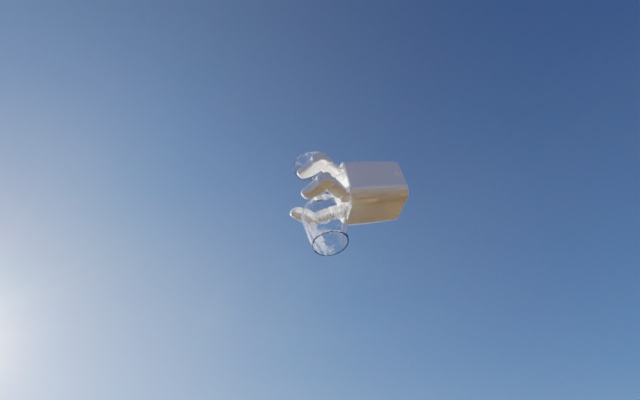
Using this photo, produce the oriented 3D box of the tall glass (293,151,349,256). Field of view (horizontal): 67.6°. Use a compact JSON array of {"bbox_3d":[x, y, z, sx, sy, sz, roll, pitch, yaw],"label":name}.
[{"bbox_3d":[0.000,0.002,0.852,0.079,0.079,0.200,0,44,-13],"label":"tall glass"}]
